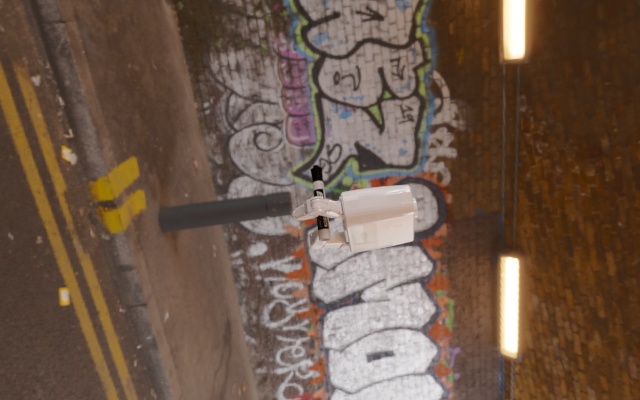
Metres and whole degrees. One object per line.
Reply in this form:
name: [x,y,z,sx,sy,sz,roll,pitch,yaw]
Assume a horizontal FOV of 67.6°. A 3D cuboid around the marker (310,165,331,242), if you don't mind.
marker: [0.000,0.002,0.730,0.020,0.121,0.020,-7,-19,-2]
